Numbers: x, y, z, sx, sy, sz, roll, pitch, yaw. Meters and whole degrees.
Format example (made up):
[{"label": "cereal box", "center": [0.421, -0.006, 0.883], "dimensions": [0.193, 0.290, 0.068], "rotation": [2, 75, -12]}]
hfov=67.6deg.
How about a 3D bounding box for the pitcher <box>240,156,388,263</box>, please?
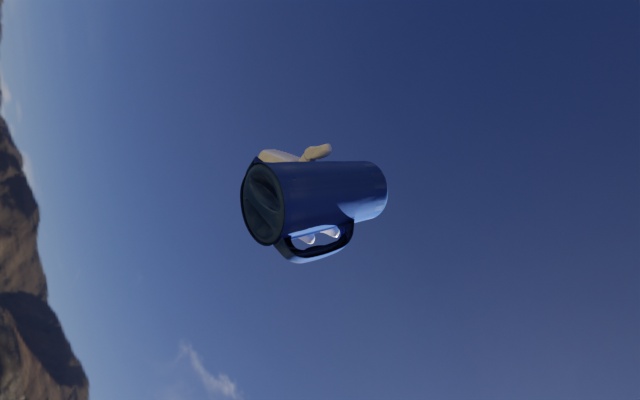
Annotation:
[{"label": "pitcher", "center": [0.000, 0.003, 0.810], "dimensions": [0.243, 0.149, 0.145], "rotation": [-8, 20, -37]}]
